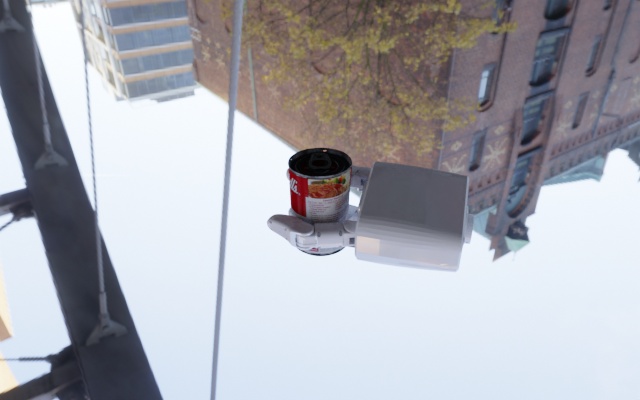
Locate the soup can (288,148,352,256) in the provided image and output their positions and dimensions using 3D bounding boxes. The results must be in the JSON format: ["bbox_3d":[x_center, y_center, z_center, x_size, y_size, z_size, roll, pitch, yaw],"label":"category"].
[{"bbox_3d":[0.000,0.002,0.528,0.068,0.102,0.068,-1,32,0],"label":"soup can"}]
